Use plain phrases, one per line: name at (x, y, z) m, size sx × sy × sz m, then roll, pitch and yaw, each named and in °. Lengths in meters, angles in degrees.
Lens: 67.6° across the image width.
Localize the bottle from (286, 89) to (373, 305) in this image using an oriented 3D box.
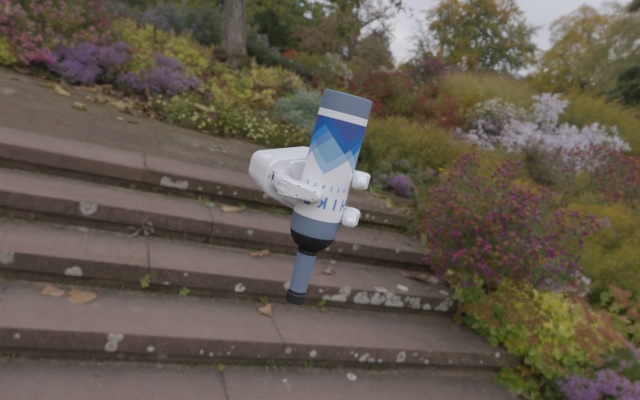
bottle at (0.000, 0.002, 0.654) m, size 0.069 × 0.296 × 0.069 m, roll 14°, pitch 10°, yaw -2°
